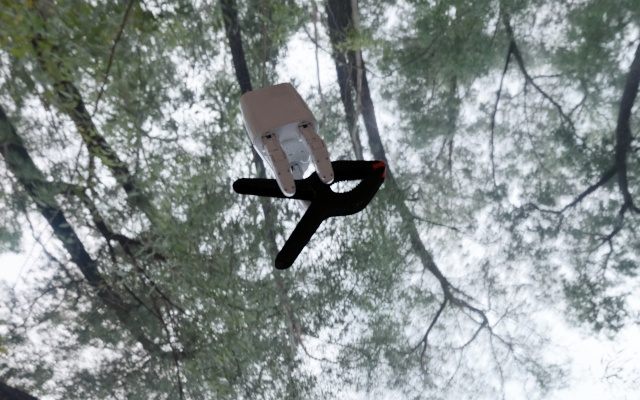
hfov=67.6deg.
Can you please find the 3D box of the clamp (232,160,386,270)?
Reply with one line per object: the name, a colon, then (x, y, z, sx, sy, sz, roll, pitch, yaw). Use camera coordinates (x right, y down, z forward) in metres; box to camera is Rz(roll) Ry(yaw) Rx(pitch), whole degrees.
clamp: (0.001, 0.002, 0.644, 0.210, 0.164, 0.036, -17, -40, -11)
